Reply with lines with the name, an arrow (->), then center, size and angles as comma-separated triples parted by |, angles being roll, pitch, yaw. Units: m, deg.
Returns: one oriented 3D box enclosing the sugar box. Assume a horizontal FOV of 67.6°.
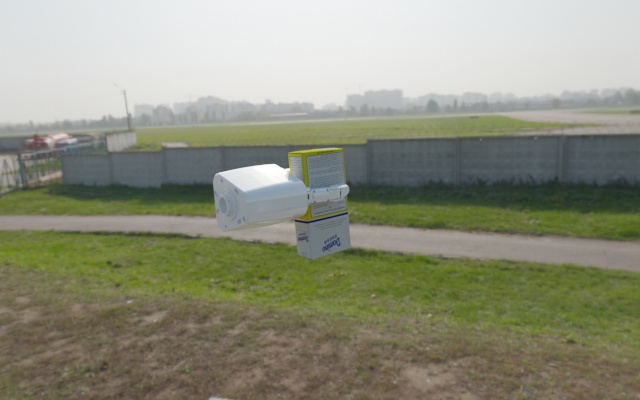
sugar box -> 0.000, 0.003, 0.804 | 0.093, 0.176, 0.048 | -11, 13, -39
